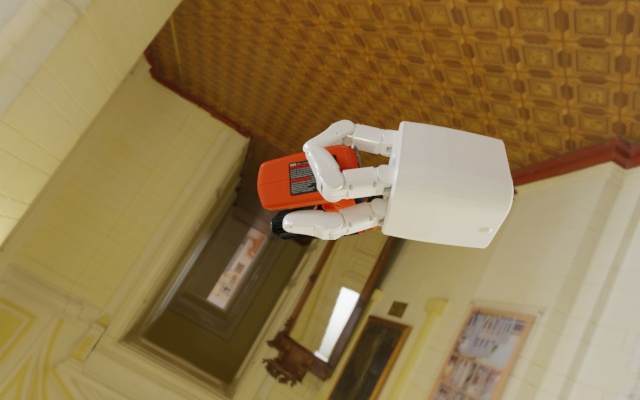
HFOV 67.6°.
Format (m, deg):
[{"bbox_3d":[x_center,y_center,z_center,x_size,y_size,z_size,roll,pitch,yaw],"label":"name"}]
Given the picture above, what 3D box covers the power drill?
[{"bbox_3d":[0.000,0.002,0.555,0.184,0.057,0.188,-12,-17,16],"label":"power drill"}]
